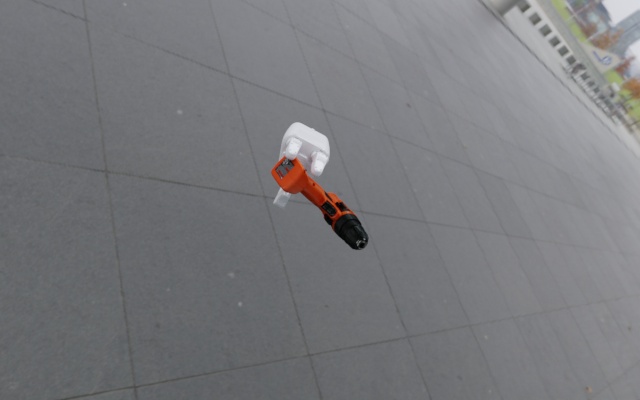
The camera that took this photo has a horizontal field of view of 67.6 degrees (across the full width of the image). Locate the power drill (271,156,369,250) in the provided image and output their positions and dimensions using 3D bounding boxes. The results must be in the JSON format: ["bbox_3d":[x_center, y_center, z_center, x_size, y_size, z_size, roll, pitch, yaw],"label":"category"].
[{"bbox_3d":[0.000,0.003,0.891,0.188,0.057,0.184,43,3,-33],"label":"power drill"}]
